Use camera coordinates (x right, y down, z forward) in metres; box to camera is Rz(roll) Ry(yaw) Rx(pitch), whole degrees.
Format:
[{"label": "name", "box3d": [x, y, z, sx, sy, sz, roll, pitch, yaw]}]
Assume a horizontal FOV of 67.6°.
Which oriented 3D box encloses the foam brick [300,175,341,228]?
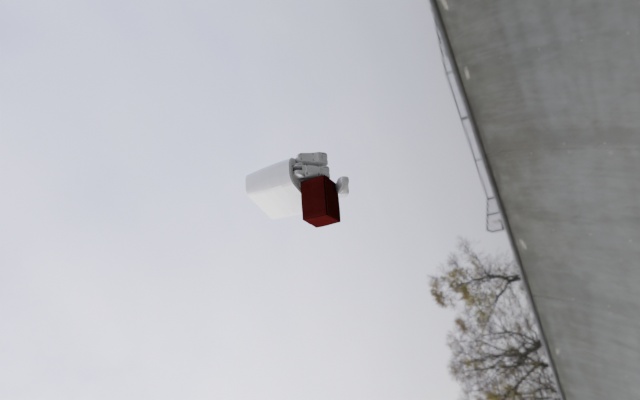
[{"label": "foam brick", "box3d": [0.000, 0.003, 0.861, 0.051, 0.078, 0.053, -16, -26, 24]}]
